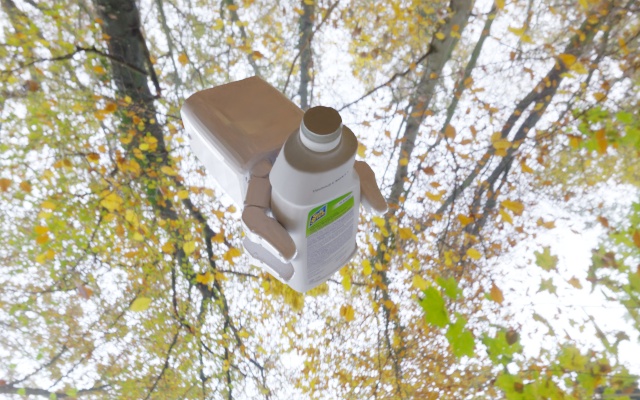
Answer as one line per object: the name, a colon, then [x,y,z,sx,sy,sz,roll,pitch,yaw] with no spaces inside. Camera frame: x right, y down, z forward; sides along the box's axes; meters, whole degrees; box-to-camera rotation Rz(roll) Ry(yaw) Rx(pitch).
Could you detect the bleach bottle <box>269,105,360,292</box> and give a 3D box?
bleach bottle: [0.000,0.002,0.454,0.102,0.068,0.251,-36,-22,-22]
